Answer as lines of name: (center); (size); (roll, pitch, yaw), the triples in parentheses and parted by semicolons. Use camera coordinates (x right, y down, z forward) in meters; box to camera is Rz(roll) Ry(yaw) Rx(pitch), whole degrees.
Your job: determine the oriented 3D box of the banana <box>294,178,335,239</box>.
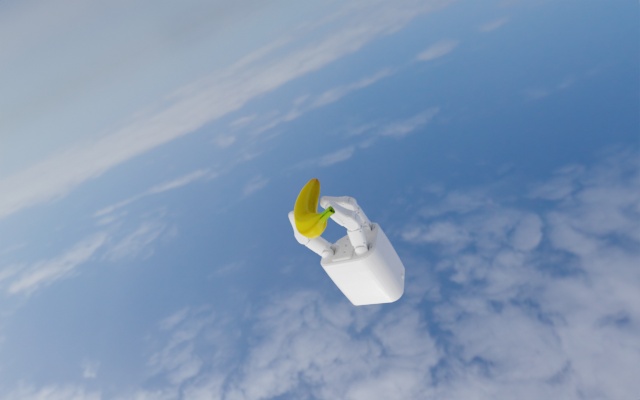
banana: (-0.013, 0.016, 0.747); (0.069, 0.037, 0.197); (-42, 18, 5)
